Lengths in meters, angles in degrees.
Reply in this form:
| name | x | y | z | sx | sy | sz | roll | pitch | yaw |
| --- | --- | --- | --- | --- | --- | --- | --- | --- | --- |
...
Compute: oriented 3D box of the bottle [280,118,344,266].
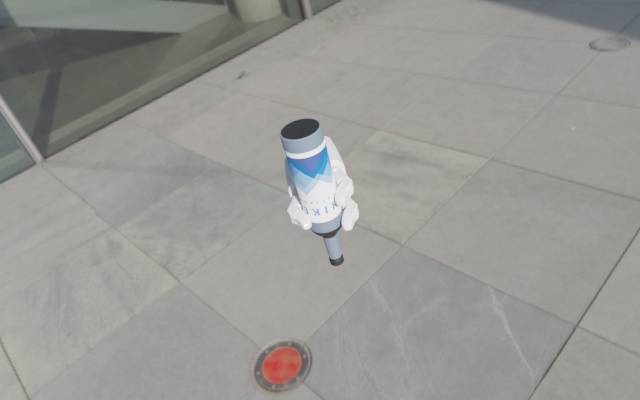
| name | x | y | z | sx | sy | sz | roll | pitch | yaw |
| --- | --- | --- | --- | --- | --- | --- | --- | --- | --- |
| bottle | 0.000 | 0.003 | 0.826 | 0.069 | 0.296 | 0.069 | -10 | 37 | 8 |
